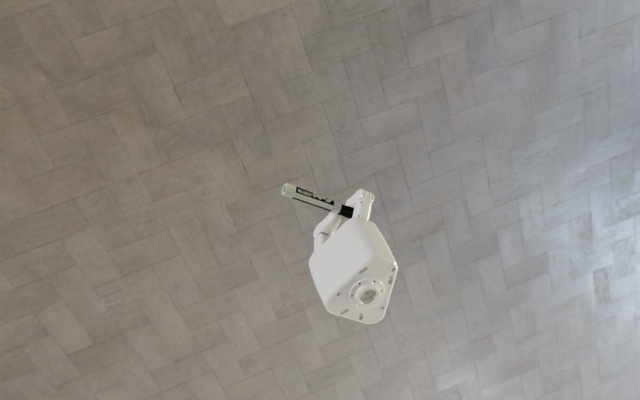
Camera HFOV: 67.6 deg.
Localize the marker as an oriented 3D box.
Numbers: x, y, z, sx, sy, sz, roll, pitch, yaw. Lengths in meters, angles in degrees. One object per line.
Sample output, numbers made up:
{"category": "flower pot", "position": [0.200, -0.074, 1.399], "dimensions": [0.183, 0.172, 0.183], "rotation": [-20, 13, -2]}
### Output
{"category": "marker", "position": [0.000, 0.002, 0.715], "dimensions": [0.121, 0.020, 0.020], "rotation": [20, -8, -21]}
